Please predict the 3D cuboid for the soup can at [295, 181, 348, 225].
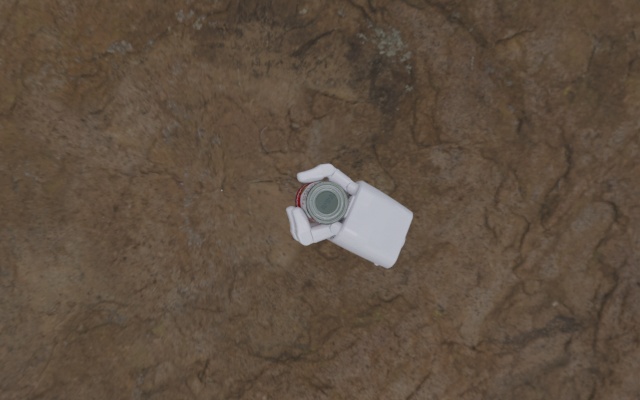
[{"bbox_3d":[0.000,0.002,0.764,0.068,0.068,0.102,0,1,-12],"label":"soup can"}]
